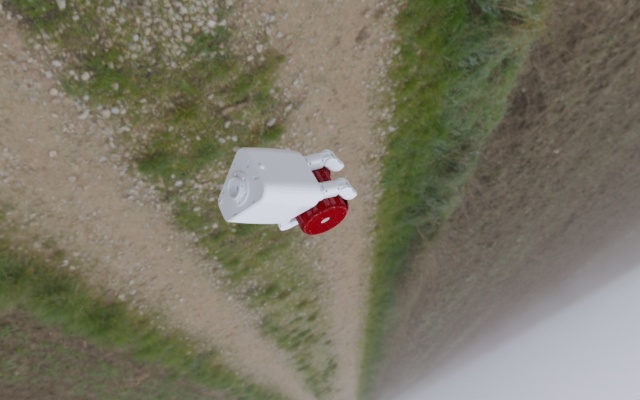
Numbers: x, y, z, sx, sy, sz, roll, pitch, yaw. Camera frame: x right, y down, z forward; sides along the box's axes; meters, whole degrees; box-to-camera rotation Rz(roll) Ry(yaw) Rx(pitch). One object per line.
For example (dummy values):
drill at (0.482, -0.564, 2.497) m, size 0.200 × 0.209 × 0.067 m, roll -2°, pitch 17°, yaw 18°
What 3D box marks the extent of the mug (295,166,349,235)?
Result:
mug at (0.001, 0.003, 0.790) m, size 0.117 × 0.081 × 0.093 m, roll 1°, pitch -39°, yaw -45°
